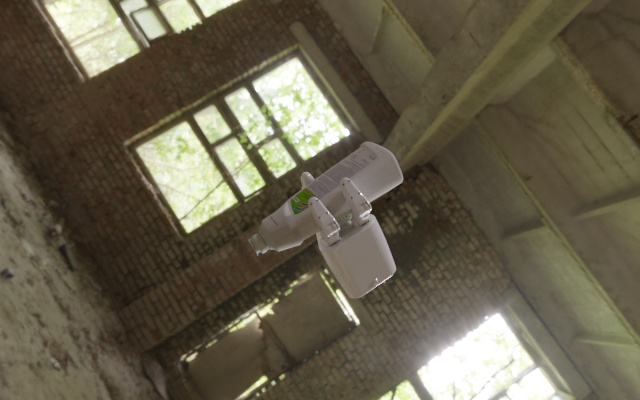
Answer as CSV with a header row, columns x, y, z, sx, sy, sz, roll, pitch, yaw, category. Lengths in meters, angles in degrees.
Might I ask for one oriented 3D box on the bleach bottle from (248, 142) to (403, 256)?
x,y,z,sx,sy,sz,roll,pitch,yaw,category
0.000,0.002,0.742,0.251,0.068,0.102,-32,26,-10,bleach bottle
